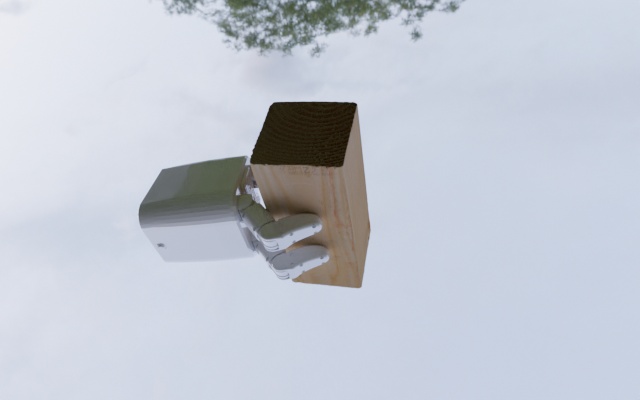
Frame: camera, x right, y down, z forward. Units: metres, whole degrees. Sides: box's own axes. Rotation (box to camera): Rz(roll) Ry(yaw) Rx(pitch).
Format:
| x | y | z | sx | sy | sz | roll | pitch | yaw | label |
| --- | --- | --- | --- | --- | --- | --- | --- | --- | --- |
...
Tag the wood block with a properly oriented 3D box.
| x | y | z | sx | sy | sz | roll | pitch | yaw | label |
| --- | --- | --- | --- | --- | --- | --- | --- | --- | --- |
| 0.000 | 0.002 | 0.522 | 0.090 | 0.090 | 0.206 | 3 | -39 | 13 | wood block |
